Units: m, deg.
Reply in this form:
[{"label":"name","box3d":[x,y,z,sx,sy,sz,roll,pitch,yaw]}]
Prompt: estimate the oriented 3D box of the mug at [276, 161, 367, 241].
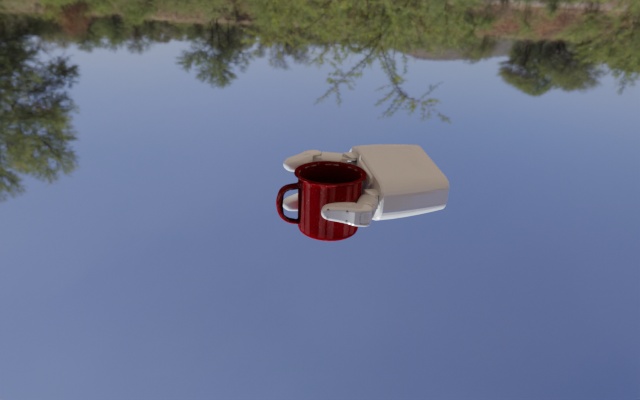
[{"label":"mug","box3d":[-0.001,0.002,0.621,0.117,0.081,0.093,-6,24,-19]}]
